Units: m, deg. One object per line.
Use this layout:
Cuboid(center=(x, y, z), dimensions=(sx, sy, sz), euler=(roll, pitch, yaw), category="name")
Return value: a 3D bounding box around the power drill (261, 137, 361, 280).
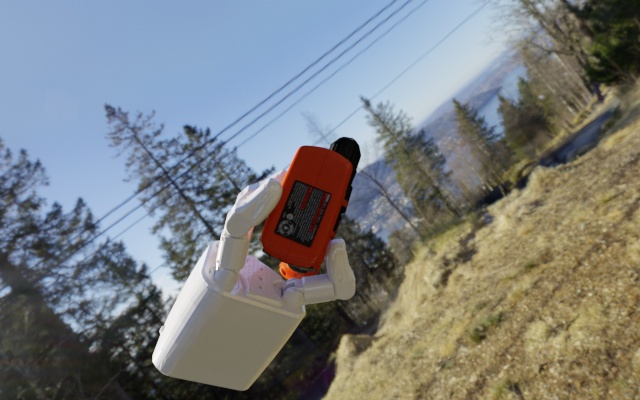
Cuboid(center=(0.000, 0.002, 0.499), dimensions=(0.057, 0.184, 0.188), euler=(19, -6, 7), category="power drill")
